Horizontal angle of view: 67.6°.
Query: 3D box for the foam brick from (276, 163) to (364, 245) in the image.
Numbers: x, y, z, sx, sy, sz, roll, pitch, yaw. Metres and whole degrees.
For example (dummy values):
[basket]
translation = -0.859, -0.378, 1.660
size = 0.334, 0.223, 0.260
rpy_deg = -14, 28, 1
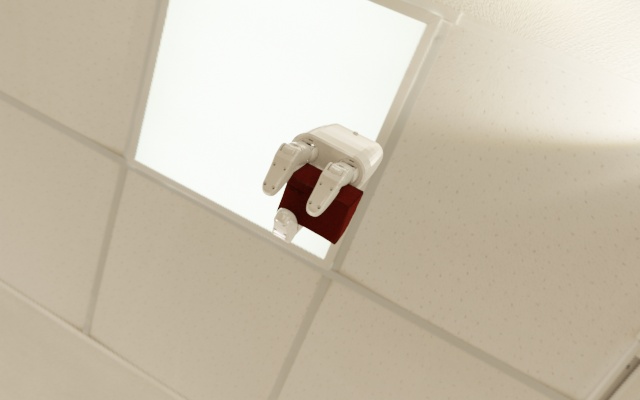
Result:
[foam brick]
translation = 0.000, 0.002, 0.538
size = 0.078, 0.053, 0.051
rpy_deg = 29, 28, 11
